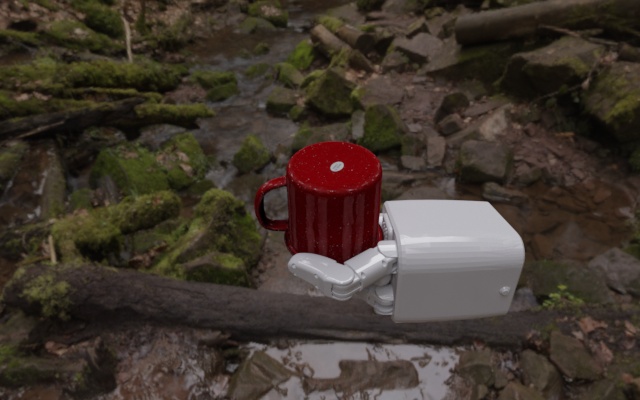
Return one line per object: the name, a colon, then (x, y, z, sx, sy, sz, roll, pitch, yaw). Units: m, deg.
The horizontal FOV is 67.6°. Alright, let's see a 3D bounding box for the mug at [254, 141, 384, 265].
mug: (-0.001, 0.001, 0.422, 0.117, 0.082, 0.093, -1, 38, 0)
